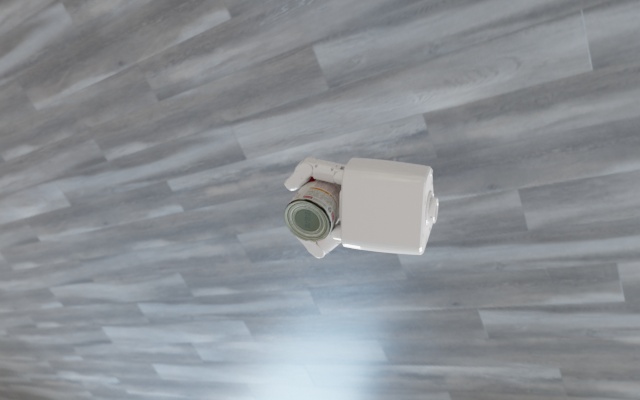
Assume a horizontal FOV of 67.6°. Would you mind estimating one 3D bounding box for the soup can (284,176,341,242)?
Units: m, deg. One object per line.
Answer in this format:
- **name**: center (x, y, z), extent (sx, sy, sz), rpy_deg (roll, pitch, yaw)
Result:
- **soup can**: center (0.000, 0.002, 0.657), extent (0.068, 0.068, 0.102), rpy_deg (0, 31, 25)
